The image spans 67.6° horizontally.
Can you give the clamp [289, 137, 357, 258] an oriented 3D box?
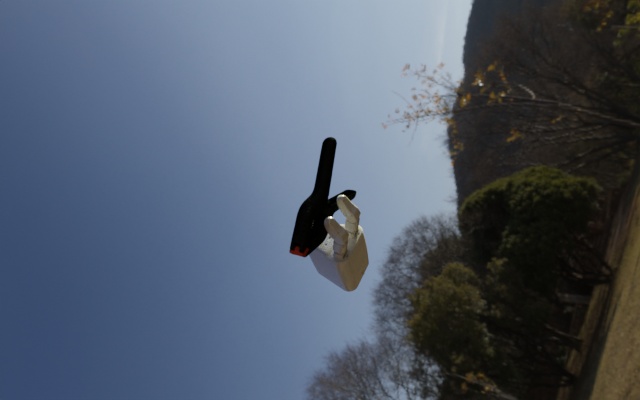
[{"bbox_3d":[-0.001,0.003,0.849,0.036,0.210,0.165,10,-39,29],"label":"clamp"}]
